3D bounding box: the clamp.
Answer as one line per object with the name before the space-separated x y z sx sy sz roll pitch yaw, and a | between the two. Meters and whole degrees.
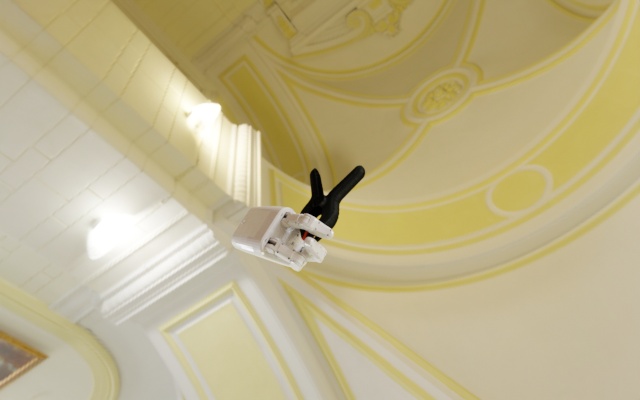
clamp | 0.000 0.003 0.867 0.120 0.171 0.039 5 -35 48
